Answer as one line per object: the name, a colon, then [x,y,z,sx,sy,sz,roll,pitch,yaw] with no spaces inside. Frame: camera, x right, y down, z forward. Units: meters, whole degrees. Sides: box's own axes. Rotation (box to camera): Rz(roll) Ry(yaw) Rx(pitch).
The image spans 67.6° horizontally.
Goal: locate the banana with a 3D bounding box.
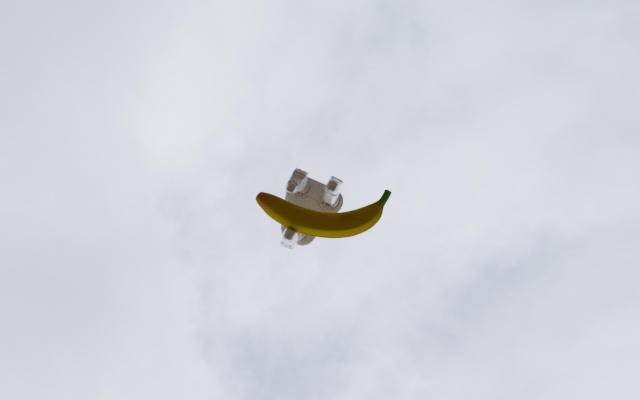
banana: [0.004,0.021,0.696,0.198,0.069,0.037,-1,-5,2]
